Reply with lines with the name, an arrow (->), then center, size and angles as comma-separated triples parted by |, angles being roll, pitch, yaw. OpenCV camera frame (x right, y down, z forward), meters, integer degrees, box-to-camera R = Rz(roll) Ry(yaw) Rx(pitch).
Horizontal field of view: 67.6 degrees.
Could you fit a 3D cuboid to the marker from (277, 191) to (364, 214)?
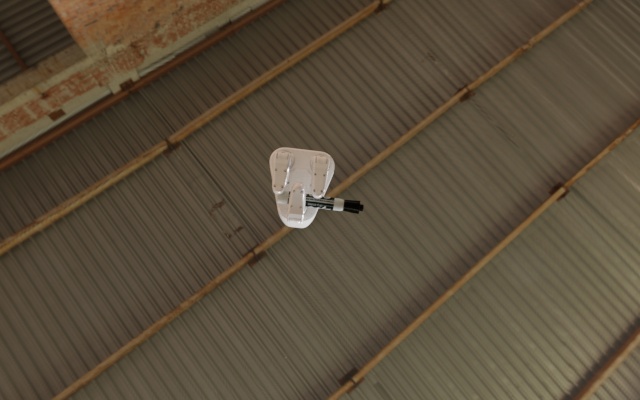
marker -> 0.000, 0.002, 0.667 | 0.121, 0.020, 0.020 | 8, 0, -2
